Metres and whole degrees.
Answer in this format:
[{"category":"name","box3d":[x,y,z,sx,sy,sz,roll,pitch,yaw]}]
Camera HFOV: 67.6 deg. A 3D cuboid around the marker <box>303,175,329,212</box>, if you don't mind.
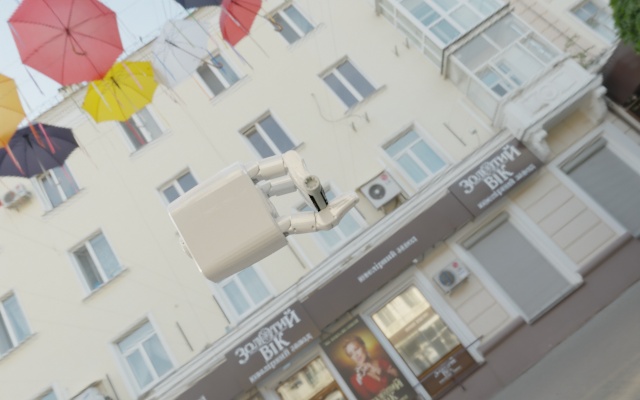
[{"category":"marker","box3d":[0.000,0.002,0.568,0.020,0.020,0.121,0,-21,10]}]
